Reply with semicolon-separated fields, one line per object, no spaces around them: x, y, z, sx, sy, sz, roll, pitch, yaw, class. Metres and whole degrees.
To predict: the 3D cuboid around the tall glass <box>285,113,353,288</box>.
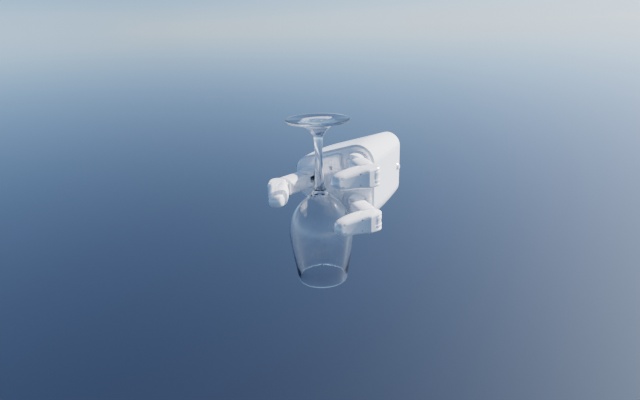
0.000;0.001;0.569;0.079;0.201;0.079;-2;20;1;tall glass
